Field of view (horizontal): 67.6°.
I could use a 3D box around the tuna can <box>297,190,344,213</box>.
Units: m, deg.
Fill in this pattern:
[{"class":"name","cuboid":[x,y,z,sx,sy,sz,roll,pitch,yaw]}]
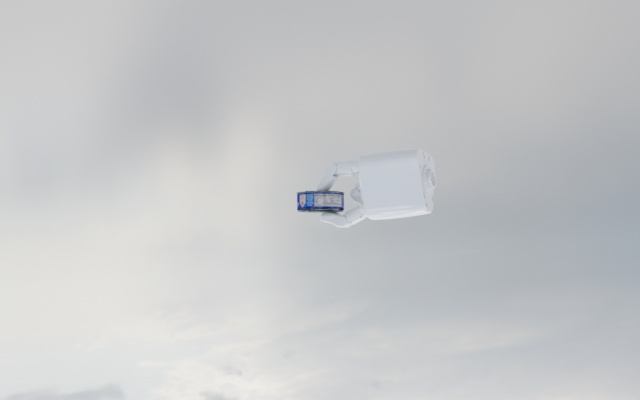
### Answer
[{"class":"tuna can","cuboid":[0.000,0.003,0.854,0.086,0.033,0.086,0,-5,0]}]
